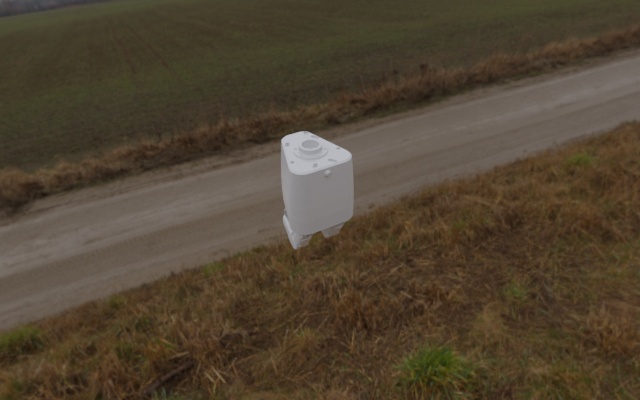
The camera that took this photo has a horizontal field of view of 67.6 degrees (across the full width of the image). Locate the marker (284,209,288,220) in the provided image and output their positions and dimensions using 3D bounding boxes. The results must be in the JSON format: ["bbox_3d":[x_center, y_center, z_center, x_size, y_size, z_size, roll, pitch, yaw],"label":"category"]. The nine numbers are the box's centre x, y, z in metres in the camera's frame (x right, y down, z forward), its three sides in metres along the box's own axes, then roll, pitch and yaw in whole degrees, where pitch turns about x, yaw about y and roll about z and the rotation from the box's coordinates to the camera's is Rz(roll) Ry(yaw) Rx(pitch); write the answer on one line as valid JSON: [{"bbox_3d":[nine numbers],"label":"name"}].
[{"bbox_3d":[0.000,0.003,0.756,0.121,0.020,0.020,-20,8,-22],"label":"marker"}]
